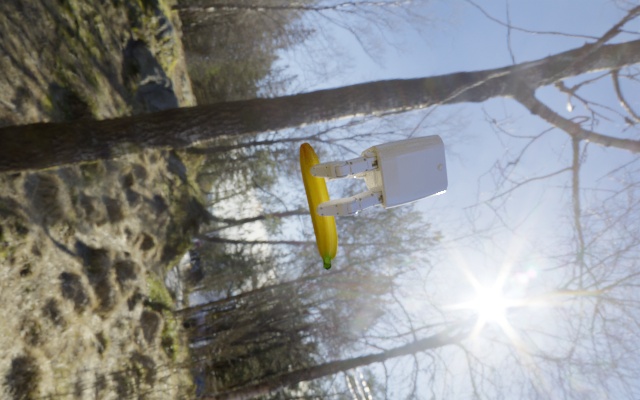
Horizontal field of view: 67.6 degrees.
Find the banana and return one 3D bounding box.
[{"bbox_3d":[0.000,0.008,0.753,0.037,0.198,0.069,-12,-7,-5],"label":"banana"}]
